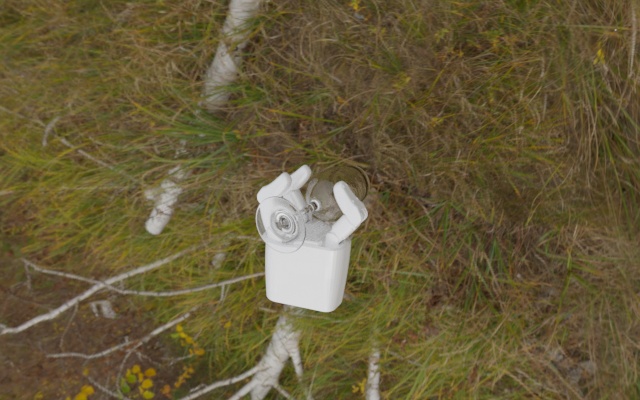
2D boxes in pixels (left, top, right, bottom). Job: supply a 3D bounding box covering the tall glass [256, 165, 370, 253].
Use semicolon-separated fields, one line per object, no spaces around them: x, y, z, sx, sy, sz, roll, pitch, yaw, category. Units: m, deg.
0.000;0.002;0.665;0.079;0.079;0.201;0;17;32;tall glass
